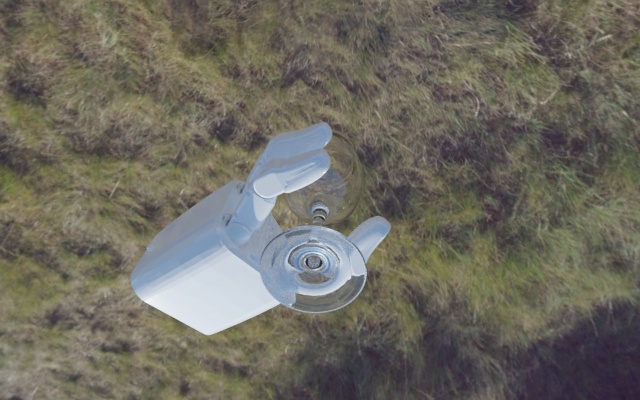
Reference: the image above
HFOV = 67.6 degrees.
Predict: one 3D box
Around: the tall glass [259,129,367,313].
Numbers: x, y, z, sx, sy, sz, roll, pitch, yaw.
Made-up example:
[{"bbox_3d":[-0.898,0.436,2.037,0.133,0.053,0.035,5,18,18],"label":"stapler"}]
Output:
[{"bbox_3d":[0.000,0.002,0.413,0.079,0.079,0.201,0,29,4],"label":"tall glass"}]
